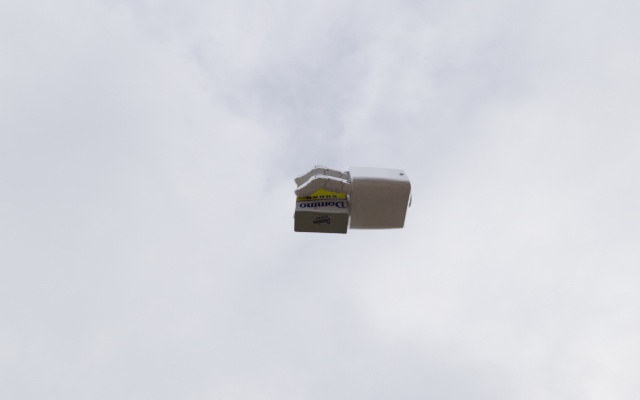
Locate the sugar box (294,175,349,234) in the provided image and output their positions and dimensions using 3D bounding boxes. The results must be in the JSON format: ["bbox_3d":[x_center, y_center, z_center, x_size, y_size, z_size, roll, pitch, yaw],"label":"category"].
[{"bbox_3d":[0.000,0.002,0.875,0.093,0.048,0.176,2,21,-2],"label":"sugar box"}]
